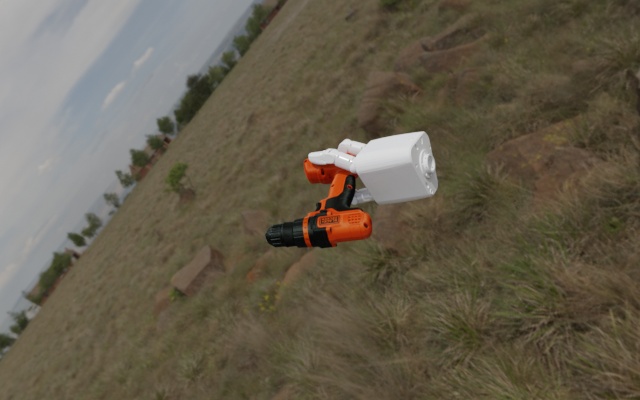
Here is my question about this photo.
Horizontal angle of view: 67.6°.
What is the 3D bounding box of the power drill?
[{"bbox_3d":[0.000,0.002,0.849,0.184,0.187,0.057,-6,-42,12],"label":"power drill"}]
